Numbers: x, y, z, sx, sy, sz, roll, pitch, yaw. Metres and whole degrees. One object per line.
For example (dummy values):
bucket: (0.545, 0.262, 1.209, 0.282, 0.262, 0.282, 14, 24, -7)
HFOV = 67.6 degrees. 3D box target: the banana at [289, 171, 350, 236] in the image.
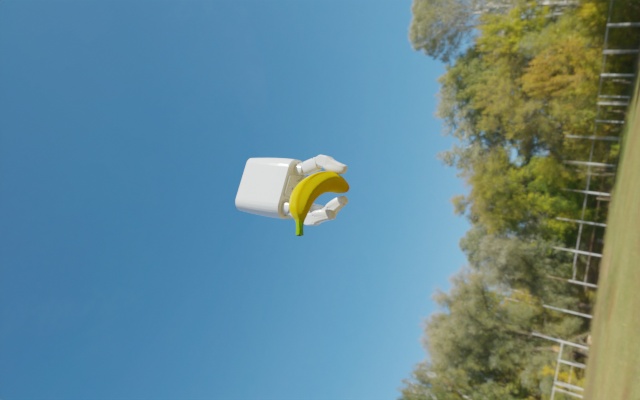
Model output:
banana: (-0.004, -0.013, 0.802, 0.037, 0.070, 0.197, 4, 25, 28)
